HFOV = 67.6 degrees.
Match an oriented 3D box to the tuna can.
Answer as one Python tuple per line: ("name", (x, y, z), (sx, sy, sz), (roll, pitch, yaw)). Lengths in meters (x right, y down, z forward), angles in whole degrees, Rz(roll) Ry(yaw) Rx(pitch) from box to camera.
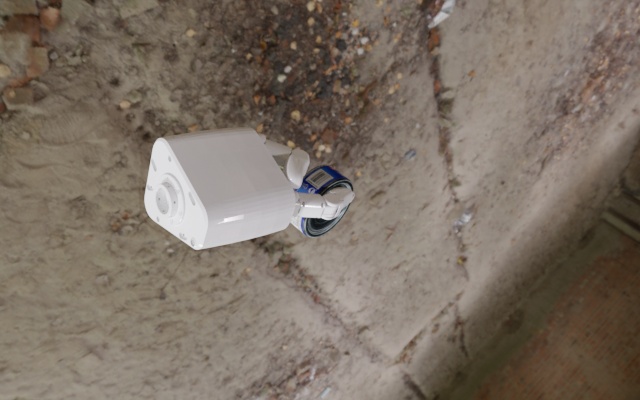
("tuna can", (0.001, 0.002, 0.575), (0.033, 0.086, 0.086), (37, 20, 29))
